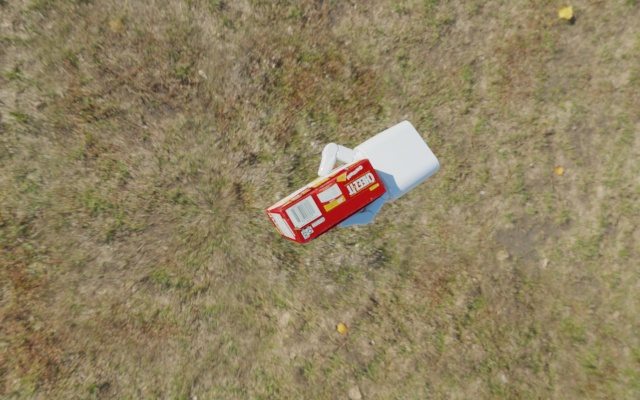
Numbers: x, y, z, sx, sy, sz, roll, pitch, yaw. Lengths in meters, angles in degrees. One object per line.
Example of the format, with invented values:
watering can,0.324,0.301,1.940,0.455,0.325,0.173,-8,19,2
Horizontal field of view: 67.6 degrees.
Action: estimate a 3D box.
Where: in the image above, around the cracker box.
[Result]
cracker box,0.000,0.003,0.833,0.164,0.072,0.213,-32,6,-11
